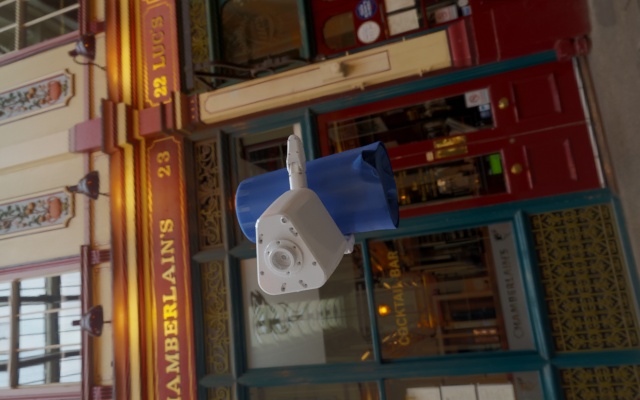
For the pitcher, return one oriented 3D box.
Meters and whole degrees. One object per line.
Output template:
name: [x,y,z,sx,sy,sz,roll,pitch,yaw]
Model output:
pitcher: [0.000,0.002,0.755,0.243,0.149,0.145,-11,13,17]
